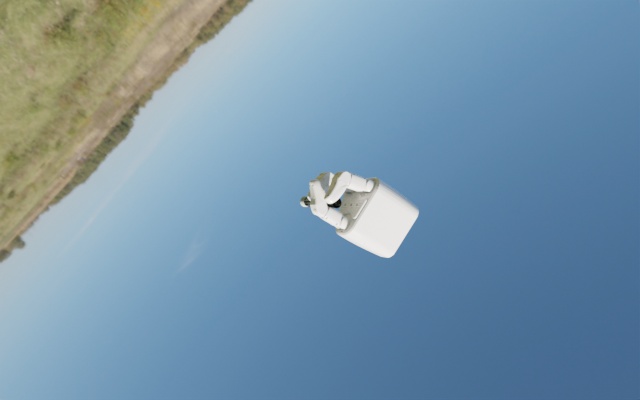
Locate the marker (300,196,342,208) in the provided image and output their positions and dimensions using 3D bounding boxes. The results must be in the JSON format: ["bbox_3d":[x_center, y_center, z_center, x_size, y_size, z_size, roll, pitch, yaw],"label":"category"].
[{"bbox_3d":[0.000,0.003,0.823,0.020,0.020,0.121,0,1,-29],"label":"marker"}]
